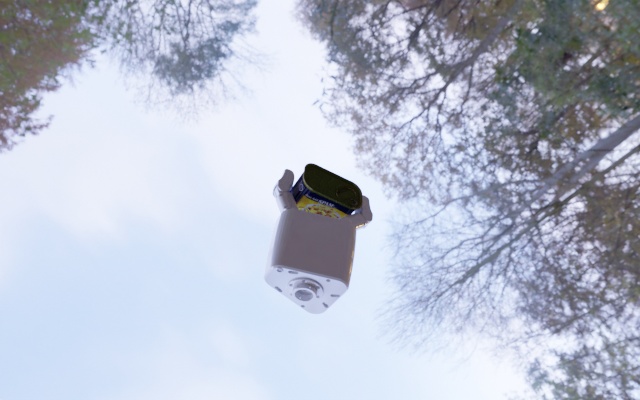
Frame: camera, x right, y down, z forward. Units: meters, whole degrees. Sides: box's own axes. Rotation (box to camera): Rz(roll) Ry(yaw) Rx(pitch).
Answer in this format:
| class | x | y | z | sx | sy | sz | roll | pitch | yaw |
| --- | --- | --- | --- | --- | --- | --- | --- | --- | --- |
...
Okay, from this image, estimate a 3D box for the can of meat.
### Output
| class | x | y | z | sx | sy | sz | roll | pitch | yaw |
| --- | --- | --- | --- | --- | --- | --- | --- | --- | --- |
| can of meat | 0.000 | 0.003 | 0.740 | 0.102 | 0.057 | 0.084 | 24 | -49 | -17 |
